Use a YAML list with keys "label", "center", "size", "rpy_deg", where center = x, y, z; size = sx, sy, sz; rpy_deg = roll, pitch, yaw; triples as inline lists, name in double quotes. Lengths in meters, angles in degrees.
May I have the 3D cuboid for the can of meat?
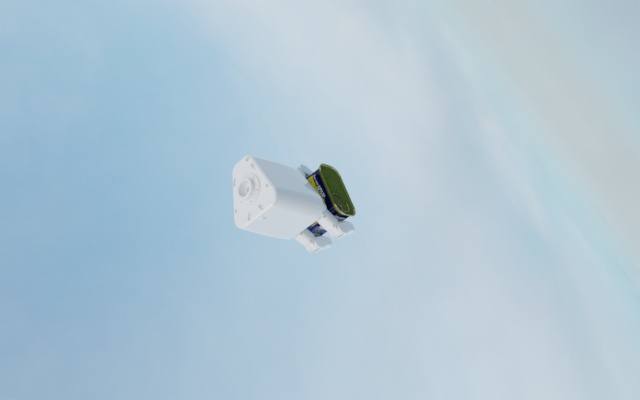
- label: "can of meat"
  center: [0.000, 0.003, 0.817]
  size: [0.084, 0.102, 0.057]
  rpy_deg: [-36, -28, 28]
